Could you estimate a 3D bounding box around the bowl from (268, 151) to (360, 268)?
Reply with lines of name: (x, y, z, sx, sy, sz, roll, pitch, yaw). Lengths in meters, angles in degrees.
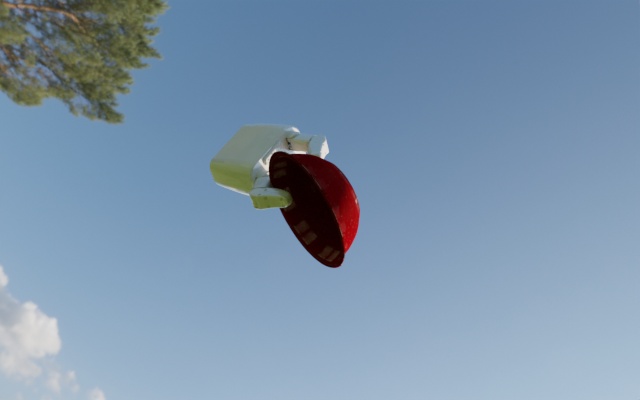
bowl: (0.001, 0.002, 0.599, 0.055, 0.162, 0.162, -29, 12, -22)
